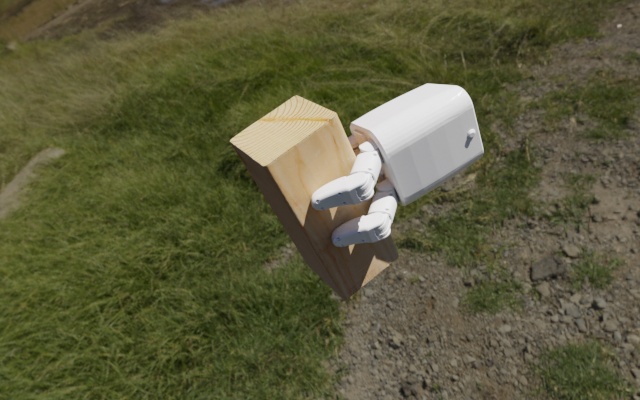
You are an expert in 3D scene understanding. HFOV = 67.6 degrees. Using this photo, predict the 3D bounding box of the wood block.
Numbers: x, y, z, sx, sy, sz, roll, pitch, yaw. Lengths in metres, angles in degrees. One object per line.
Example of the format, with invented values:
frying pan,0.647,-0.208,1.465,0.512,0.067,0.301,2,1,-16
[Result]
wood block,0.000,0.001,0.531,0.090,0.206,0.090,-37,37,-12
